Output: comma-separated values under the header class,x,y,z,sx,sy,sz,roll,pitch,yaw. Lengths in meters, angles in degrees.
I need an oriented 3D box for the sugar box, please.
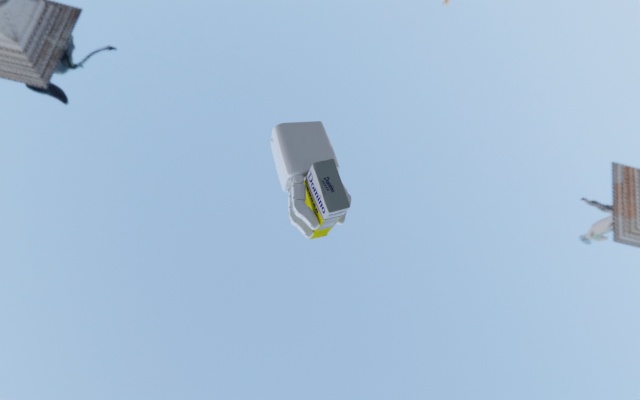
class,x,y,z,sx,sy,sz,roll,pitch,yaw
sugar box,0.000,0.003,0.866,0.048,0.093,0.176,-14,-16,-14
